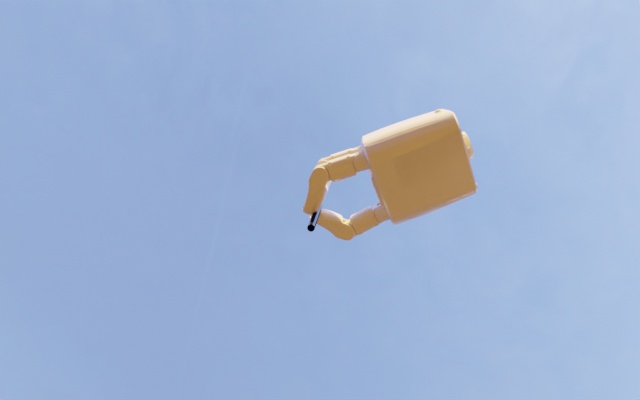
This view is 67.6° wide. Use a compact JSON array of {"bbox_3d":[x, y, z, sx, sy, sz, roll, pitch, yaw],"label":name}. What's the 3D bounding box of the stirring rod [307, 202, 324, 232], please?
[{"bbox_3d":[0.000,0.002,0.616,0.011,0.011,0.239,0,13,5],"label":"stirring rod"}]
